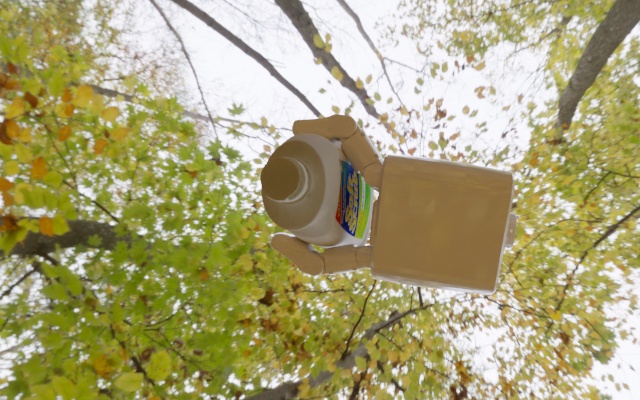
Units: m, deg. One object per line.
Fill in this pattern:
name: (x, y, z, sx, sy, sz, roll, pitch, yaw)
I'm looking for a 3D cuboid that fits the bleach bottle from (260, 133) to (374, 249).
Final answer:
bleach bottle: (0.000, 0.001, 0.437, 0.068, 0.102, 0.251, 8, -2, 13)
